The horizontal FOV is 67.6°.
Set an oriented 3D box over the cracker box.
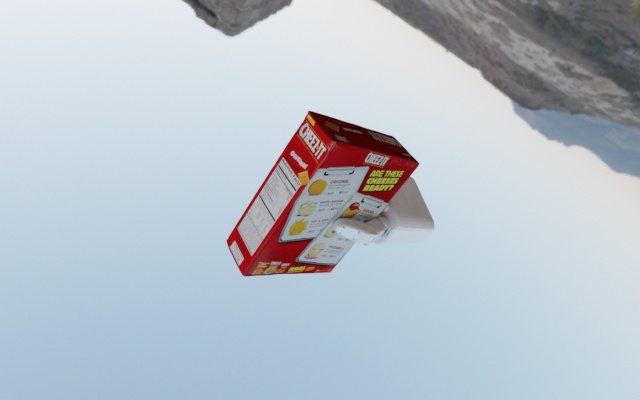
[{"bbox_3d":[0.000,0.002,0.615,0.164,0.214,0.072,7,38,-46],"label":"cracker box"}]
